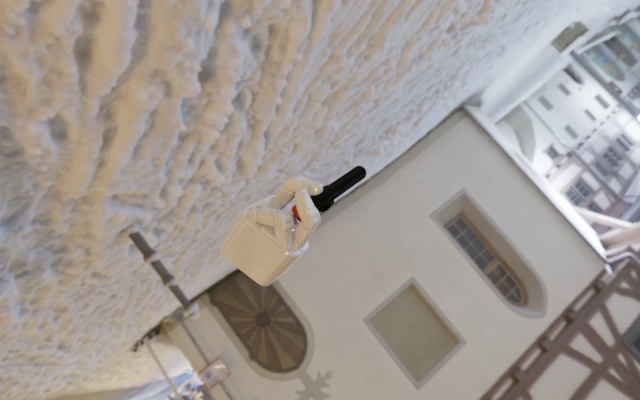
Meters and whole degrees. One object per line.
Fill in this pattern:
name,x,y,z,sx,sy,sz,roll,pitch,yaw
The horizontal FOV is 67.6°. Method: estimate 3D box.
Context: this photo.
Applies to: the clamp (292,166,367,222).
clamp,0.000,0.003,0.798,0.171,0.039,0.120,-28,-17,-49
